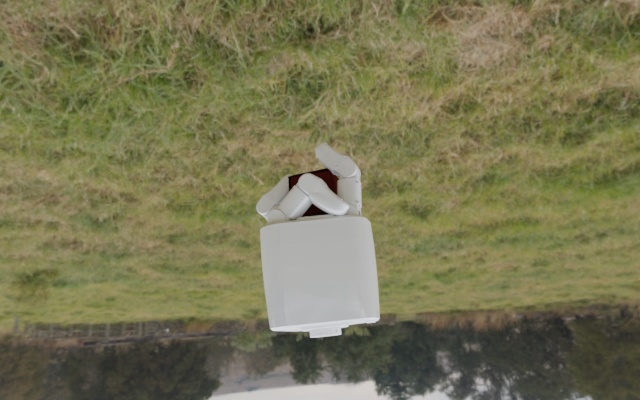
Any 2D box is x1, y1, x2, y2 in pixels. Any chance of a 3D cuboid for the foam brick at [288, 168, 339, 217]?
[{"bbox_3d":[0.000,0.002,0.558,0.053,0.051,0.078,-11,-18,15],"label":"foam brick"}]
